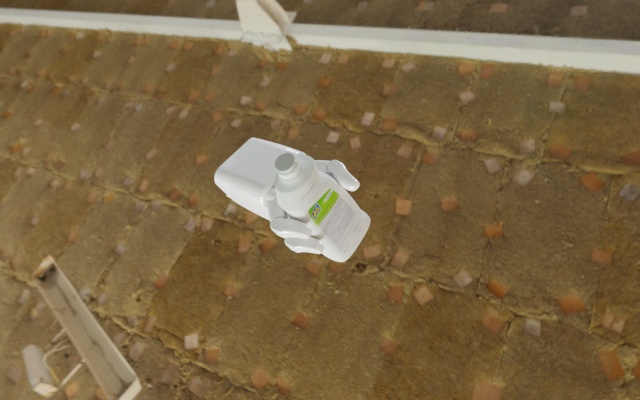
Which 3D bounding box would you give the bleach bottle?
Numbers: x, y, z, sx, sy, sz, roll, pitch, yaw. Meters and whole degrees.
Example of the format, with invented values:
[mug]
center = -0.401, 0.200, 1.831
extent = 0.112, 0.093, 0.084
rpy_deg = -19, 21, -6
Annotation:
[bleach bottle]
center = 0.000, 0.002, 0.710
extent = 0.068, 0.102, 0.251
rpy_deg = 23, -18, 30
